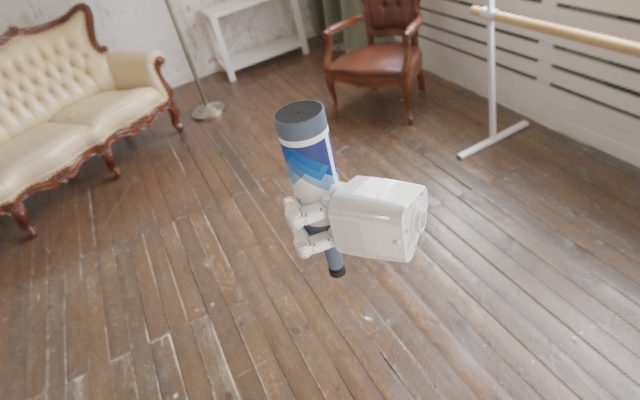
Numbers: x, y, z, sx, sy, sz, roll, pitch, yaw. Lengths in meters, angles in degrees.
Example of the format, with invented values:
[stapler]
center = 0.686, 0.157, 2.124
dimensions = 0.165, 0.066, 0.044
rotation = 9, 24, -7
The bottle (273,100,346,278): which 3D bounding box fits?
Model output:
[bottle]
center = 0.000, 0.002, 0.694
dimensions = 0.069, 0.296, 0.069
rotation = -9, 37, 7
